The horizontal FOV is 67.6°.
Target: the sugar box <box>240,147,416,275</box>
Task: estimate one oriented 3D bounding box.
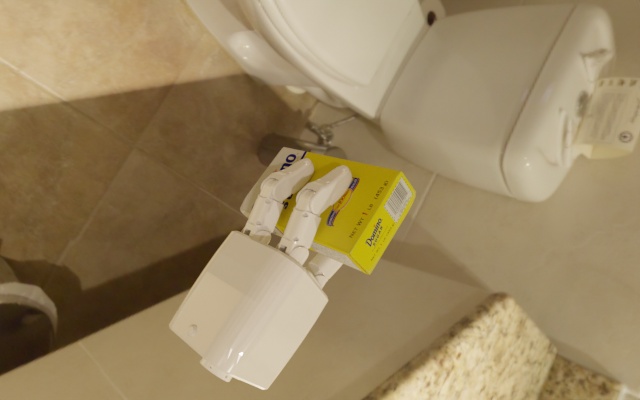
[{"bbox_3d":[0.000,0.001,0.486,0.176,0.093,0.048,18,-23,44],"label":"sugar box"}]
